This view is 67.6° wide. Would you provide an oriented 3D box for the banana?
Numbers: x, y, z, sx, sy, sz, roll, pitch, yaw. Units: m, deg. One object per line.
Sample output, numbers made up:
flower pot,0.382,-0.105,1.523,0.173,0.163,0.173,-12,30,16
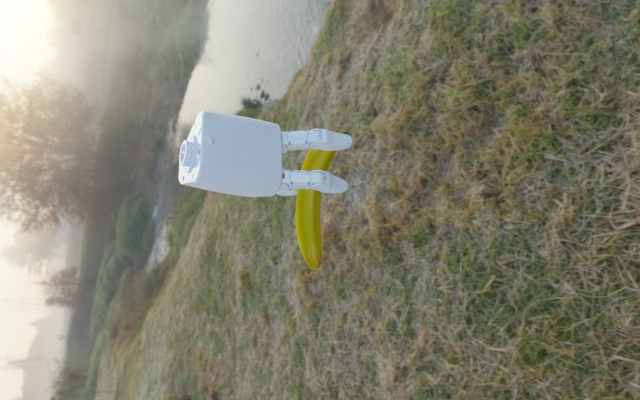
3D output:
banana,-0.009,-0.003,0.687,0.037,0.198,0.069,9,3,-31
